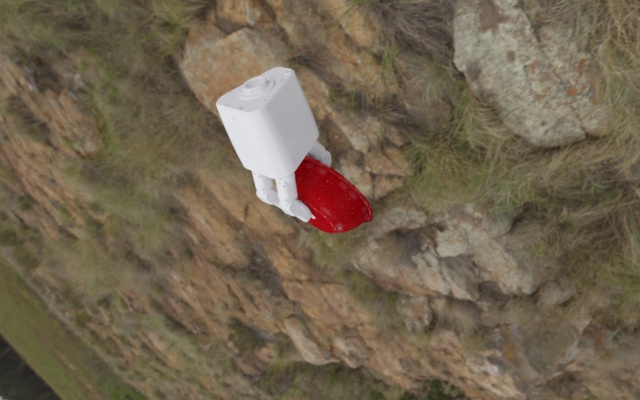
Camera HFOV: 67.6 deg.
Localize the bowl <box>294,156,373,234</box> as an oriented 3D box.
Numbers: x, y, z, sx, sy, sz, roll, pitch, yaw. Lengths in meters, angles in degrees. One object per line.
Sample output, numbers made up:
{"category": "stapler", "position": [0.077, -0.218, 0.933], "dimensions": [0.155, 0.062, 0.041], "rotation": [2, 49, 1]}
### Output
{"category": "bowl", "position": [0.001, 0.004, 0.740], "dimensions": [0.162, 0.055, 0.162], "rotation": [33, -17, 12]}
